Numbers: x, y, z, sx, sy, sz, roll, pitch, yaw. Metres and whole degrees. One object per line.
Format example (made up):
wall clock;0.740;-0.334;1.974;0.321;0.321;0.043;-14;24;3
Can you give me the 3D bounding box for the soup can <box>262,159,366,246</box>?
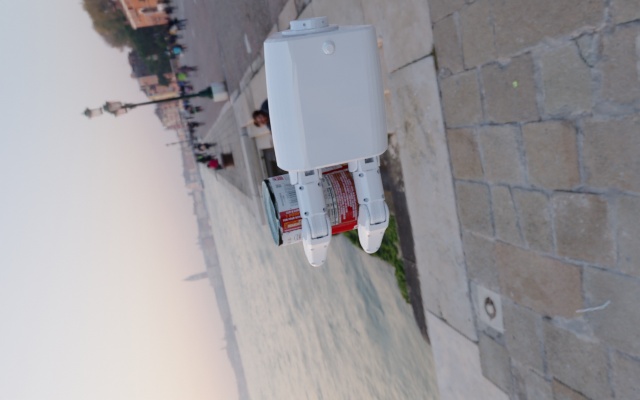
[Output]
soup can;0.000;0.002;0.466;0.102;0.068;0.068;-13;3;-13
